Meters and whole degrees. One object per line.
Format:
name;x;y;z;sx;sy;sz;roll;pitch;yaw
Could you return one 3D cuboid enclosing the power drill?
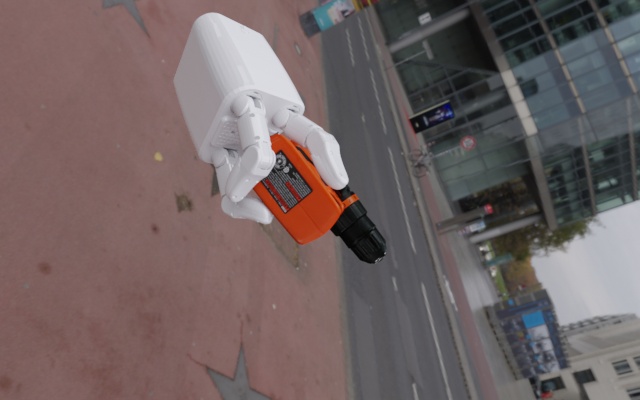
power drill;0.000;0.001;0.521;0.057;0.184;0.187;-41;-8;8
